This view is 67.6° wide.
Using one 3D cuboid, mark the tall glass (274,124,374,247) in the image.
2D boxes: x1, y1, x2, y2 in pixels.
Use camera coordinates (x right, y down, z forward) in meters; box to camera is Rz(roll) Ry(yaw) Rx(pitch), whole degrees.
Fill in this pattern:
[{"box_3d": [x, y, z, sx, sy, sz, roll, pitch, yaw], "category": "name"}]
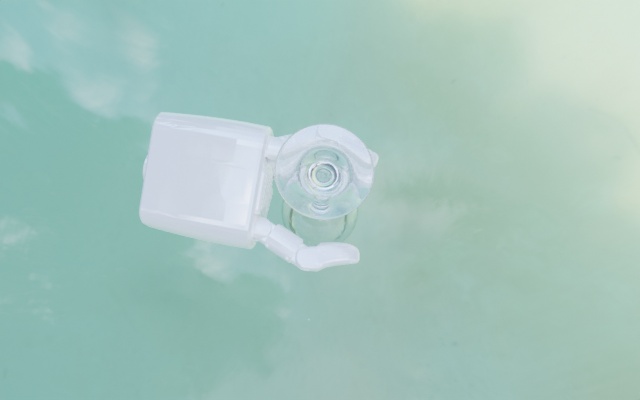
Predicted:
[{"box_3d": [0.000, 0.001, 0.448, 0.079, 0.079, 0.201, 0, -14, -1], "category": "tall glass"}]
